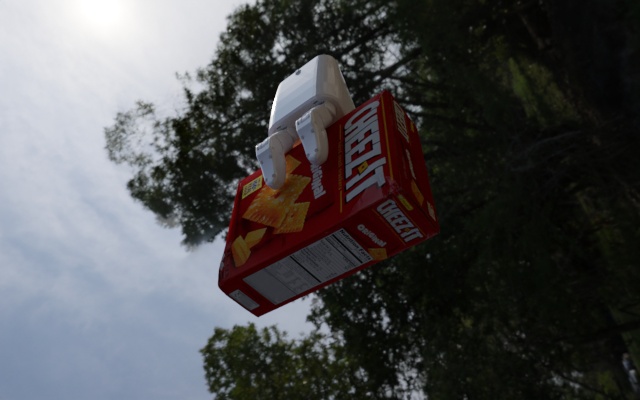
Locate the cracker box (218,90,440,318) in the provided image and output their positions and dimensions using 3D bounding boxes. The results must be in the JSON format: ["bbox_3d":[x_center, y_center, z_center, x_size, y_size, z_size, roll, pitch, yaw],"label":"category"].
[{"bbox_3d":[0.000,0.002,0.490,0.214,0.164,0.072,-30,-55,25],"label":"cracker box"}]
